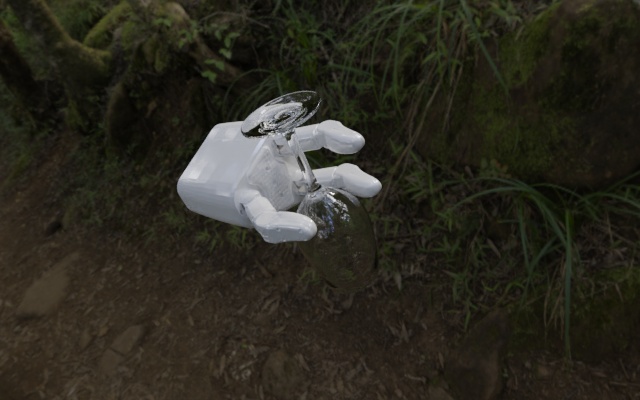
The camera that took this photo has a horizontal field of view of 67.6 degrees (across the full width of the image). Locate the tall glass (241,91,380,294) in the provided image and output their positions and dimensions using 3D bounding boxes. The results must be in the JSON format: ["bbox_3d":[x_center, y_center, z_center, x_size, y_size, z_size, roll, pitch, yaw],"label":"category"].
[{"bbox_3d":[0.000,0.001,0.461,0.079,0.201,0.079,-17,34,12],"label":"tall glass"}]
